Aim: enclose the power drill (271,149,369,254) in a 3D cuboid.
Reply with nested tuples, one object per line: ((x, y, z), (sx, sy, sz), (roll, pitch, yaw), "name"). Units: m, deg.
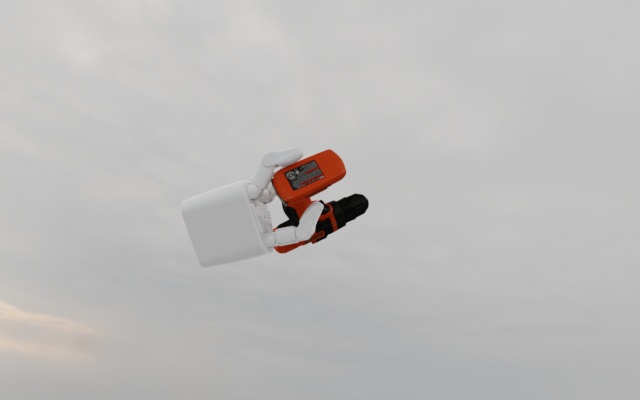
((0.000, 0.002, 0.759), (0.184, 0.057, 0.188), (-26, -29, -14), "power drill")
